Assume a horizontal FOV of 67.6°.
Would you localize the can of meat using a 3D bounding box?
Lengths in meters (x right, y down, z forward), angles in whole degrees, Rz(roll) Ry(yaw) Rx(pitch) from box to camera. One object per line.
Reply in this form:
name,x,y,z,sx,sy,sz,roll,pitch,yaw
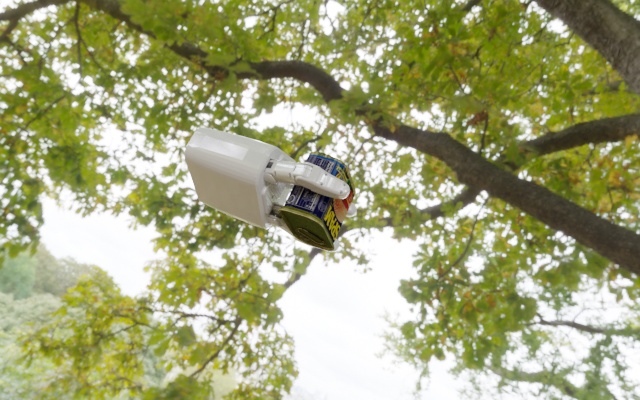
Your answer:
can of meat,0.000,0.002,0.580,0.057,0.084,0.102,17,-22,20
